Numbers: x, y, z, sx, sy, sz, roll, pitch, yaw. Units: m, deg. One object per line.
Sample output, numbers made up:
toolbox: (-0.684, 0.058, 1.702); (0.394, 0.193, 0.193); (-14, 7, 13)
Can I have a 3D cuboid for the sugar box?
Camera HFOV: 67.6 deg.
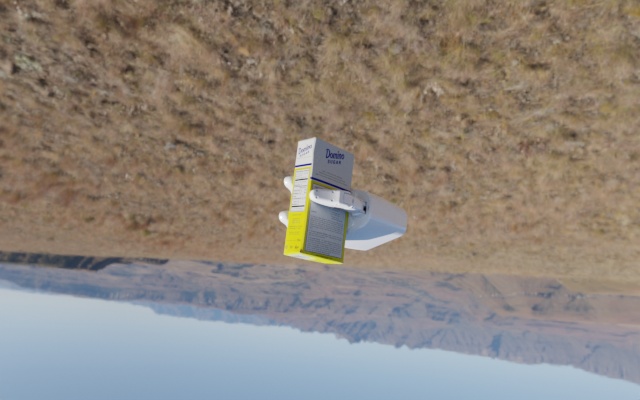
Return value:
sugar box: (0.000, 0.003, 0.727); (0.048, 0.176, 0.093); (-8, -19, 43)
